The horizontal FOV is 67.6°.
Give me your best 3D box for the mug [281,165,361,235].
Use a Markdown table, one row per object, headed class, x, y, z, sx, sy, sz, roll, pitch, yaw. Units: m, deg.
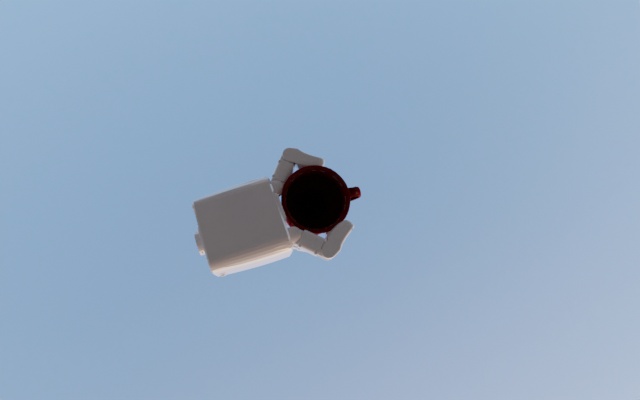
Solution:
| class | x | y | z | sx | sy | sz | roll | pitch | yaw |
| --- | --- | --- | --- | --- | --- | --- | --- | --- | --- |
| mug | 0.001 | 0.002 | 0.674 | 0.117 | 0.093 | 0.081 | -16 | -8 | -11 |
